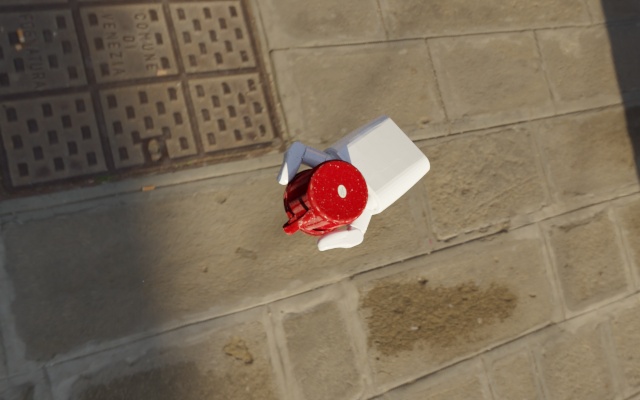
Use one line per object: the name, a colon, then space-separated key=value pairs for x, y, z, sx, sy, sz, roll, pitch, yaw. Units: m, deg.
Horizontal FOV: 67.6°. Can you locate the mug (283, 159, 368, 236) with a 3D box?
mug: x=-0.001 y=0.003 z=0.603 sx=0.117 sy=0.093 sz=0.081 roll=-38 pitch=5 yaw=-24
